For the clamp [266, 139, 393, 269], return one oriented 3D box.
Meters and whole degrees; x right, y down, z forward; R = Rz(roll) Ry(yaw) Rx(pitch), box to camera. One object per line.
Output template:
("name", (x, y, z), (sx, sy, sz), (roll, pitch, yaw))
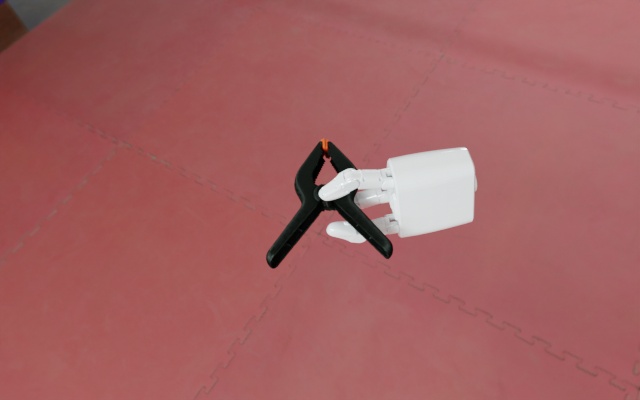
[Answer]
("clamp", (0.000, 0.001, 0.666), (0.164, 0.209, 0.036), (-11, -36, 2))
